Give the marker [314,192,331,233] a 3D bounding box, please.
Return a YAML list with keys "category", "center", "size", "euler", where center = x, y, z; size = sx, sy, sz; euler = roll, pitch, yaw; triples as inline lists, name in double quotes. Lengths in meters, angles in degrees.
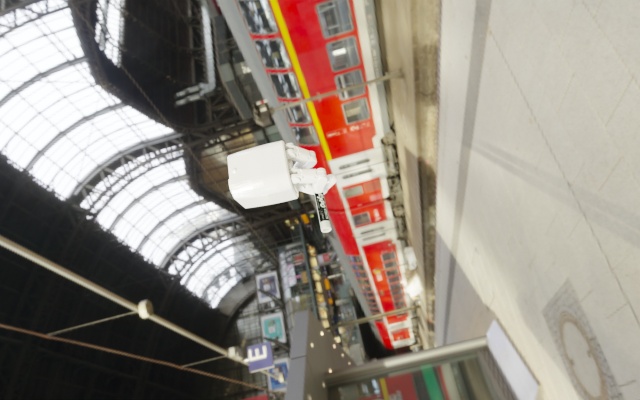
- category: "marker"
  center: [0.000, 0.003, 0.886]
  size: [0.020, 0.121, 0.020]
  euler: [-9, -31, -5]
